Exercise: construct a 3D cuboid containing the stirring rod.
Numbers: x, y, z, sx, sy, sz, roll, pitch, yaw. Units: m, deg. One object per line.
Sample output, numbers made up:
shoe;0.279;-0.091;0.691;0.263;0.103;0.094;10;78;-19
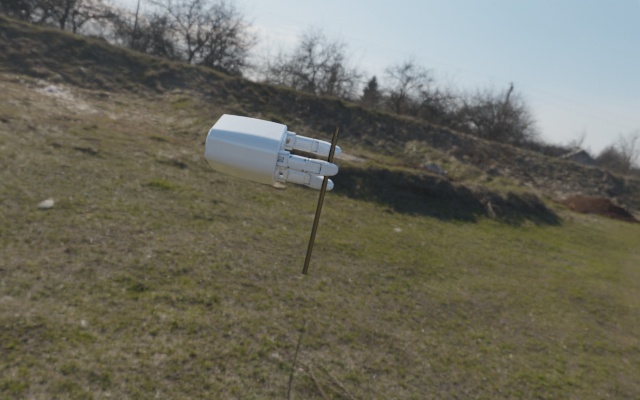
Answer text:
stirring rod;0.000;0.003;0.752;0.011;0.239;0.011;12;9;-2
